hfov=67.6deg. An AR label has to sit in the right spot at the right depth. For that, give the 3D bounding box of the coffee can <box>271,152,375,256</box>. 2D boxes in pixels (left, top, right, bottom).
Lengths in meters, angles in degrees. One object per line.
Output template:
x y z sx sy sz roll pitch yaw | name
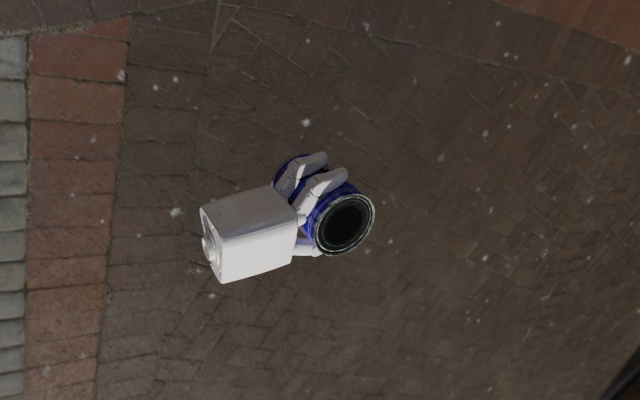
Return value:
0.000 0.002 0.719 0.103 0.103 0.140 0 28 -35 | coffee can
